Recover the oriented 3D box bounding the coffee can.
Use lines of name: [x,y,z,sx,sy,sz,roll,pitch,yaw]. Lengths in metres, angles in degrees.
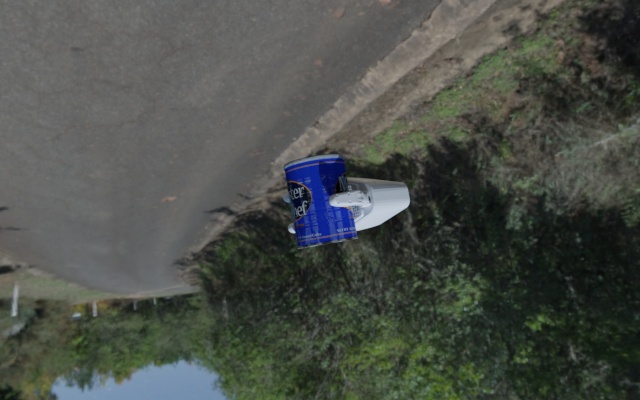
coffee can: [0.000,0.002,0.794,0.103,0.140,0.103,-10,-5,-1]
